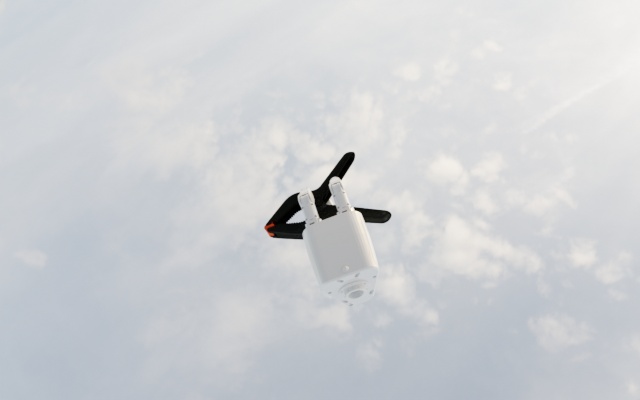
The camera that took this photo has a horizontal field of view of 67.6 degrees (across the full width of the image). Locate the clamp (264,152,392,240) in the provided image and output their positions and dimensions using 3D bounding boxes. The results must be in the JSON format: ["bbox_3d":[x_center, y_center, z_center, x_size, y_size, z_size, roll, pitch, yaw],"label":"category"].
[{"bbox_3d":[0.000,0.004,0.832,0.210,0.164,0.036,-20,-38,3],"label":"clamp"}]
